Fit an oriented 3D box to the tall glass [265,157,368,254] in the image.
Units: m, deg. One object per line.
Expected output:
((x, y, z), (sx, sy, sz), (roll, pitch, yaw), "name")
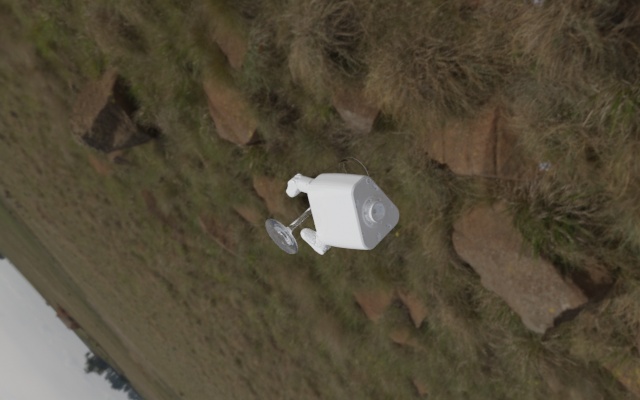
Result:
((0.000, 0.003, 0.841), (0.201, 0.079, 0.079), (-42, 23, -29), "tall glass")
